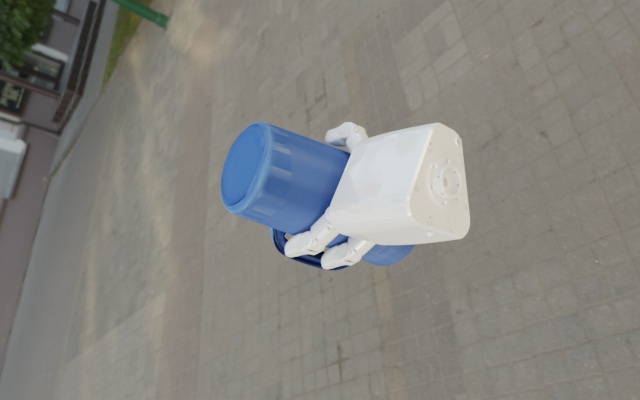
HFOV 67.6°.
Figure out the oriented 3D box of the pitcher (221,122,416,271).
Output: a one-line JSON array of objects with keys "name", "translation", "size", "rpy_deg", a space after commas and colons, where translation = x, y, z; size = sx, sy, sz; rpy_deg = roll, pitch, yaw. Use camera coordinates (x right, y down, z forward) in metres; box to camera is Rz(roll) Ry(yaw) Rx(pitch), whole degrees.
[{"name": "pitcher", "translation": [0.000, 0.002, 0.595], "size": [0.243, 0.149, 0.145], "rpy_deg": [19, -15, -35]}]
